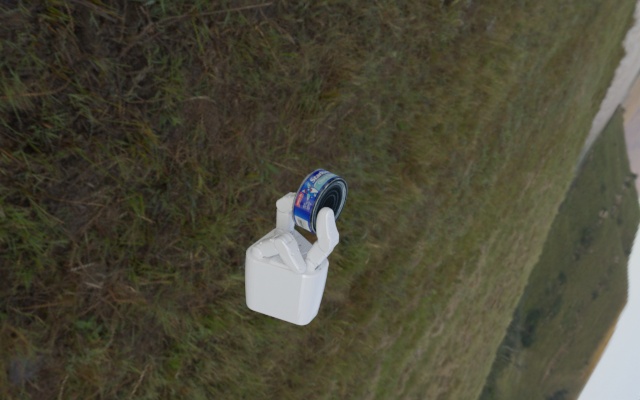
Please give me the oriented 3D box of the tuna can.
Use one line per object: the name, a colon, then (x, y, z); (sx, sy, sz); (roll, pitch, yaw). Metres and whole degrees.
tuna can: (0.001, 0.002, 0.650); (0.033, 0.086, 0.086); (25, 12, 27)
